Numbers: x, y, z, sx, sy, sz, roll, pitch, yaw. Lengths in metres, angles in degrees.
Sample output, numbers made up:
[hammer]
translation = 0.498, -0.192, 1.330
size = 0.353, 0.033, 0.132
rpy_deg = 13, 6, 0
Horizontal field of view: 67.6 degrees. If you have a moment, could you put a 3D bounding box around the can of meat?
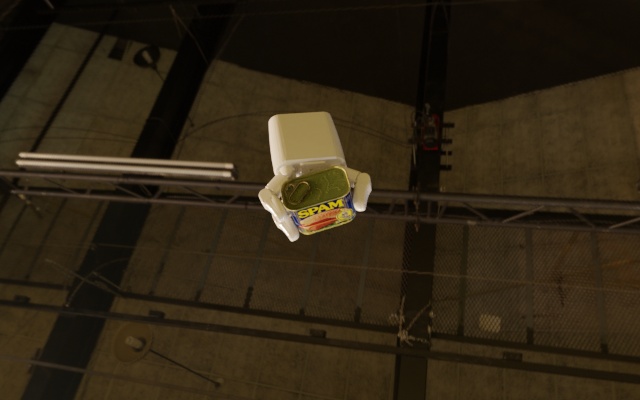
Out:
[can of meat]
translation = 0.000, 0.003, 0.728
size = 0.102, 0.057, 0.084
rpy_deg = -17, -33, 3
